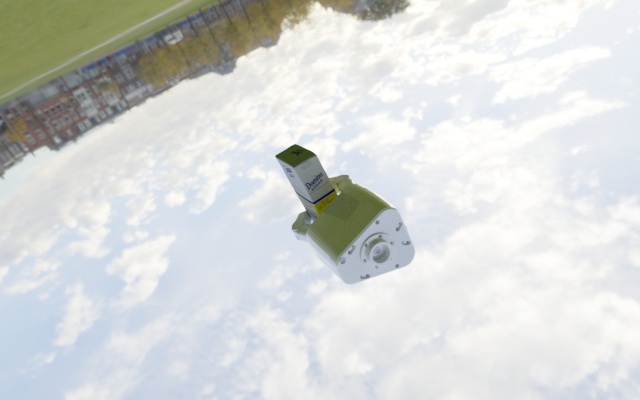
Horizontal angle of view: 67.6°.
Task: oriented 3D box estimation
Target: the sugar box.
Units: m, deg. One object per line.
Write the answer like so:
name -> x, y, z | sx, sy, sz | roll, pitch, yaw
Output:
sugar box -> 0.001, 0.002, 0.729 | 0.048, 0.176, 0.093 | -31, 25, -12
